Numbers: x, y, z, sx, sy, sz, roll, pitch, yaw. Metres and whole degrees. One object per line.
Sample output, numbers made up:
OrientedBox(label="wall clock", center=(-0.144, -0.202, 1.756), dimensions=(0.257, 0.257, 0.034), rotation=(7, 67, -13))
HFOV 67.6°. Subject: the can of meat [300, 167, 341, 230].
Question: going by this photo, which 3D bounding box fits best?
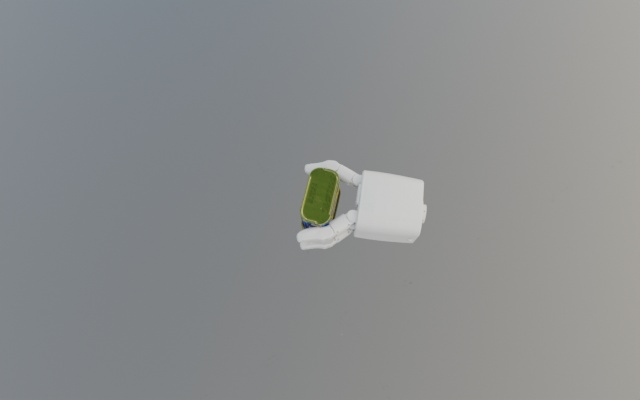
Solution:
OrientedBox(label="can of meat", center=(0.000, 0.002, 0.811), dimensions=(0.057, 0.102, 0.084), rotation=(12, -15, 5))
